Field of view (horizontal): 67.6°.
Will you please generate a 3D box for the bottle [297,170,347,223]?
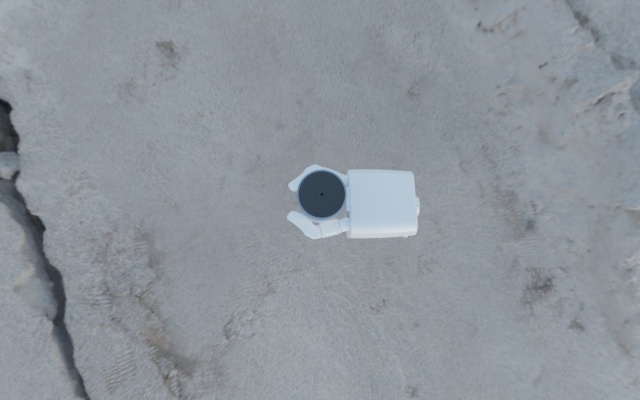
[{"bbox_3d":[0.000,0.003,0.775,0.069,0.069,0.296,0,-4,-1],"label":"bottle"}]
